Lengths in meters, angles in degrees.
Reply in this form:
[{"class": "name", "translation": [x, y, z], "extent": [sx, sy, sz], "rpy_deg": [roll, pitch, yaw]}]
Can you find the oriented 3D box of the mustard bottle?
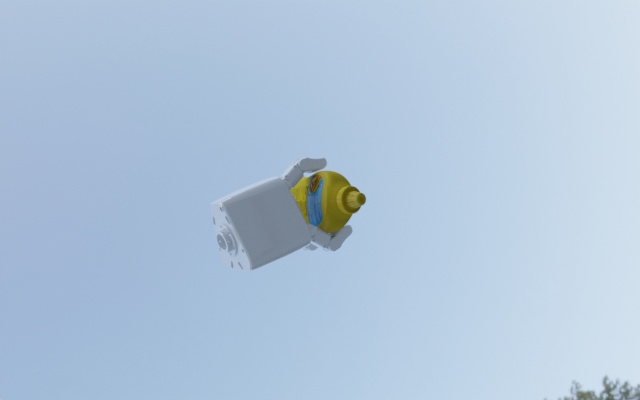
[{"class": "mustard bottle", "translation": [0.000, 0.002, 0.749], "extent": [0.058, 0.096, 0.191], "rpy_deg": [7, -7, -36]}]
